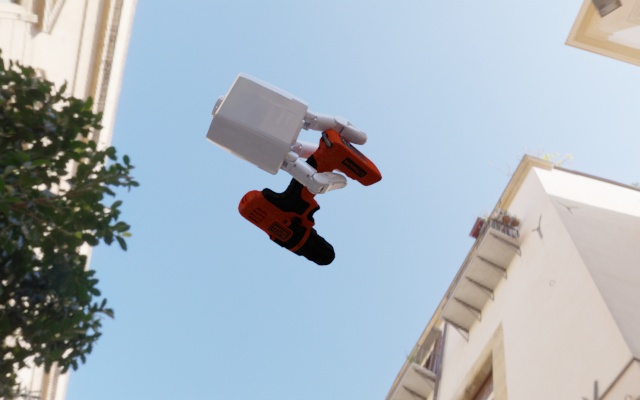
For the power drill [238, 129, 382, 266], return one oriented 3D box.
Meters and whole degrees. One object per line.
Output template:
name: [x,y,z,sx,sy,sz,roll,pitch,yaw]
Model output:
power drill: [0.000,0.002,0.713,0.184,0.188,0.057,36,17,-30]
